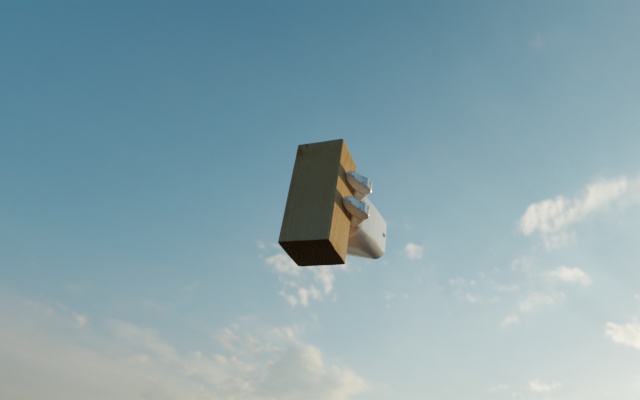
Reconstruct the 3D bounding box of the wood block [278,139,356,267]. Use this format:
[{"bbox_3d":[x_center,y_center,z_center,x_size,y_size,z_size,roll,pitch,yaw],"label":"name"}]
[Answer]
[{"bbox_3d":[0.000,0.003,0.840,0.091,0.206,0.090,-6,-36,21],"label":"wood block"}]
